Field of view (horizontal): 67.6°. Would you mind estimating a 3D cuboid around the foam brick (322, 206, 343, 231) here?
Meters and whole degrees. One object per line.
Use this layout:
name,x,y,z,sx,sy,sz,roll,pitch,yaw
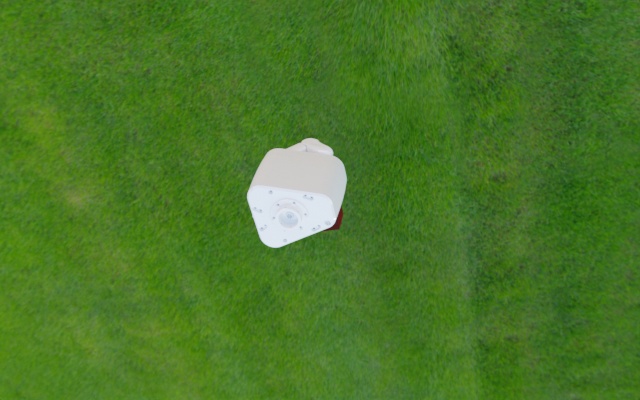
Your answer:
foam brick,0.000,0.003,0.721,0.053,0.078,0.051,-7,29,13
